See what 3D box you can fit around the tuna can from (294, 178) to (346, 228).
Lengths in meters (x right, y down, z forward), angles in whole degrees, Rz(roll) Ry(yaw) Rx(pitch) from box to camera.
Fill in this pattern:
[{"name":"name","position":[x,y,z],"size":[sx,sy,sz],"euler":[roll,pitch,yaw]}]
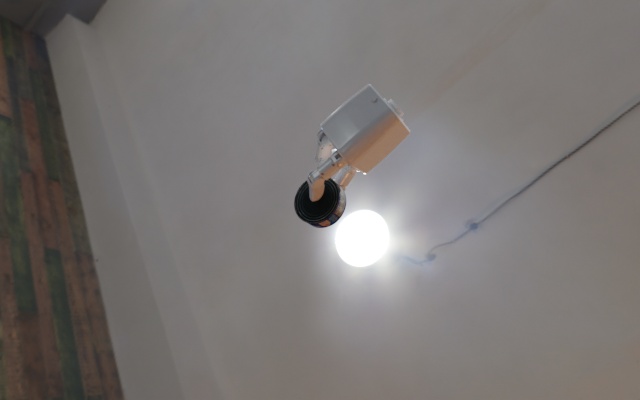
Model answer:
[{"name":"tuna can","position":[0.000,0.003,0.813],"size":[0.086,0.086,0.034],"euler":[0,-19,29]}]
